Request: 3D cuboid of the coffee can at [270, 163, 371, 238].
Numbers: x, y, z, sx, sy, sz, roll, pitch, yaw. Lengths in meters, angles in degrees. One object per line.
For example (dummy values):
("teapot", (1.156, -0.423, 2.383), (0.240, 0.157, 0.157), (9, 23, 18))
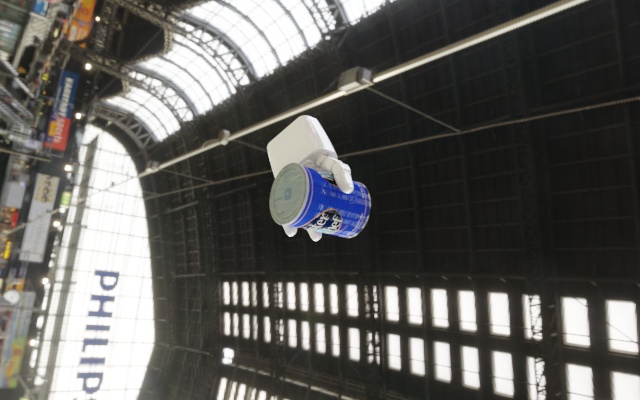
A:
("coffee can", (0.000, 0.003, 0.808), (0.140, 0.103, 0.103), (14, -9, -36))
